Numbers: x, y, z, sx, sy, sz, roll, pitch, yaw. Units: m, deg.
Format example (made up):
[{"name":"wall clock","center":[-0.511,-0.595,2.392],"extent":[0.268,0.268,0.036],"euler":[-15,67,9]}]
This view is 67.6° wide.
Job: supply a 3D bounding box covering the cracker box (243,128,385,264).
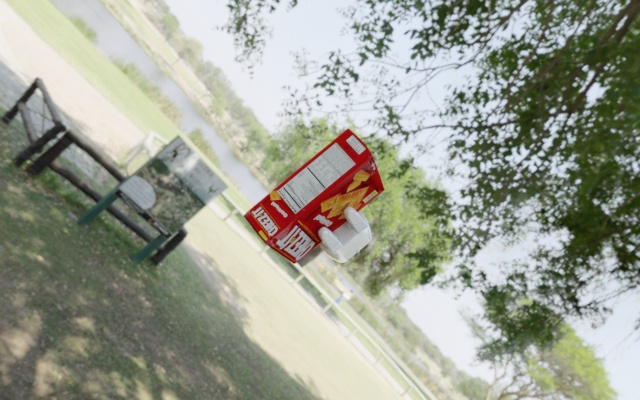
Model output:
[{"name":"cracker box","center":[0.000,0.002,0.791],"extent":[0.213,0.072,0.164],"euler":[-40,-23,-2]}]
